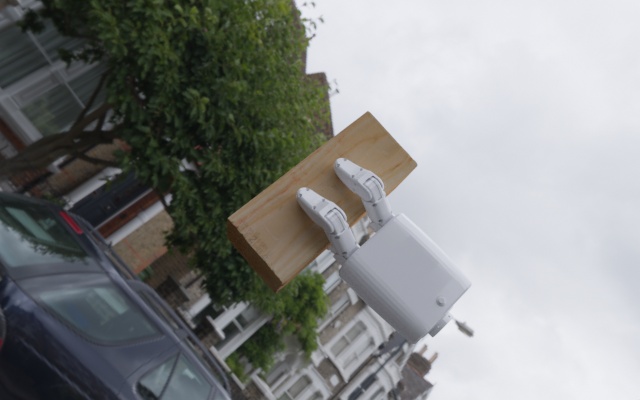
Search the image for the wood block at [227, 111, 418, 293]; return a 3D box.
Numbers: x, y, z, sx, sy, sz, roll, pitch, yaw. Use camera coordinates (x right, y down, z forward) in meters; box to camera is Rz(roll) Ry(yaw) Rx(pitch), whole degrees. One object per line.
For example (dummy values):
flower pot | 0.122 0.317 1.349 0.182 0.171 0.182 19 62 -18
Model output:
wood block | 0.000 0.002 0.554 0.206 0.090 0.091 -39 -7 -20
